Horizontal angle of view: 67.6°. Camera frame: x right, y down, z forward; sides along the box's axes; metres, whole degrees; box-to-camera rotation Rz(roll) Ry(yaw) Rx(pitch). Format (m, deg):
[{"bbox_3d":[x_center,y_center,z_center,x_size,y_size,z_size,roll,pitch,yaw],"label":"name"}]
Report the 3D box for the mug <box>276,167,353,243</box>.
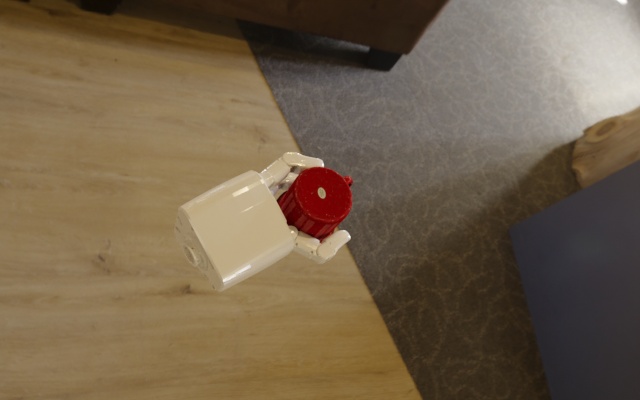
[{"bbox_3d":[0.001,0.001,0.643,0.117,0.093,0.081,-31,-10,-31],"label":"mug"}]
